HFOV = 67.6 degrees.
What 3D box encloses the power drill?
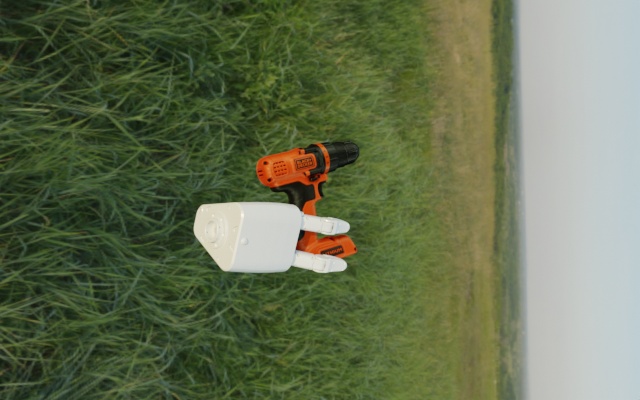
[{"bbox_3d":[0.000,0.003,0.767,0.184,0.187,0.057,-16,4,-28],"label":"power drill"}]
